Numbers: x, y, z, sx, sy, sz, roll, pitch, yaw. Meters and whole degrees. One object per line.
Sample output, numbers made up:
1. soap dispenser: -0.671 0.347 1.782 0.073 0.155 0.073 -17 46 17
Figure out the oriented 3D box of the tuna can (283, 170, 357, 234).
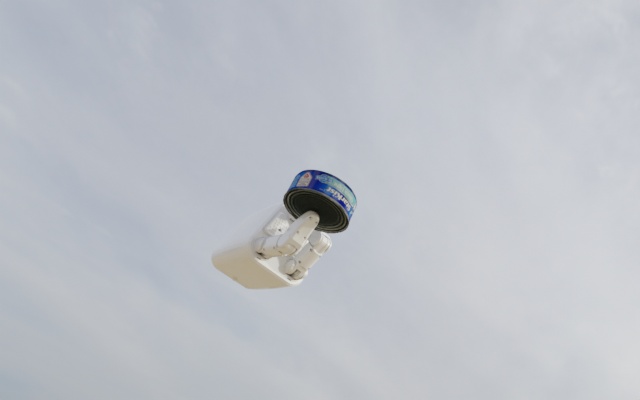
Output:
1. tuna can: 0.000 0.001 0.582 0.086 0.033 0.086 19 -32 12
